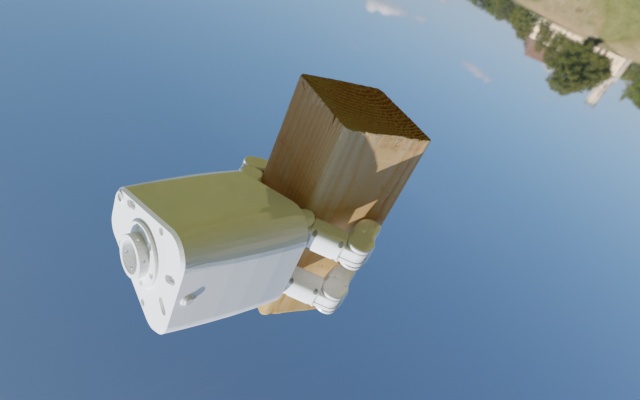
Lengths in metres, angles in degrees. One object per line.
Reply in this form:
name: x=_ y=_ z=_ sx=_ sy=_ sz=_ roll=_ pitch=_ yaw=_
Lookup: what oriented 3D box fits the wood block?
wood block: x=0.000 y=0.001 z=0.446 sx=0.090 sy=0.206 sz=0.090 roll=2 pitch=39 yaw=-33
